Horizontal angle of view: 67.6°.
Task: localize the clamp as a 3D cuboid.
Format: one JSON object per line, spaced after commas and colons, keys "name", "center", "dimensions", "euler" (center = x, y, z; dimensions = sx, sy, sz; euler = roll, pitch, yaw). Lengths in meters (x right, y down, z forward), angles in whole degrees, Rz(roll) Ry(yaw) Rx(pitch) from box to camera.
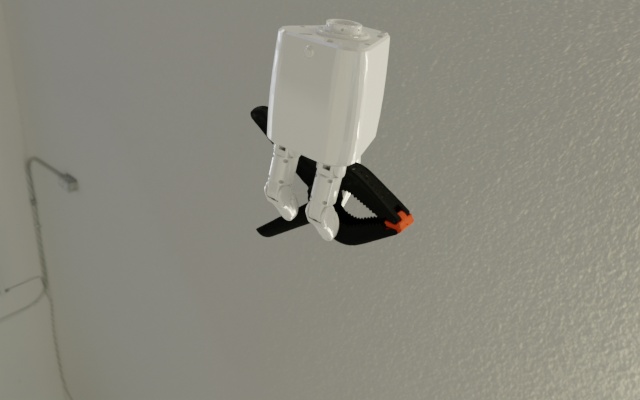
{"name": "clamp", "center": [0.001, 0.001, 0.525], "dimensions": [0.210, 0.165, 0.036], "euler": [26, 36, 29]}
